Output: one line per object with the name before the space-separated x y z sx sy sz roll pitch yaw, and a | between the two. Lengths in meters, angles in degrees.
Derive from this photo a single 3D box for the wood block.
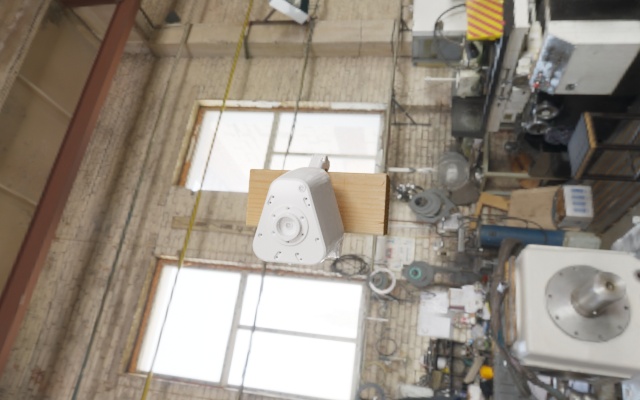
wood block | 0.000 0.002 0.737 0.206 0.091 0.090 3 -2 12
